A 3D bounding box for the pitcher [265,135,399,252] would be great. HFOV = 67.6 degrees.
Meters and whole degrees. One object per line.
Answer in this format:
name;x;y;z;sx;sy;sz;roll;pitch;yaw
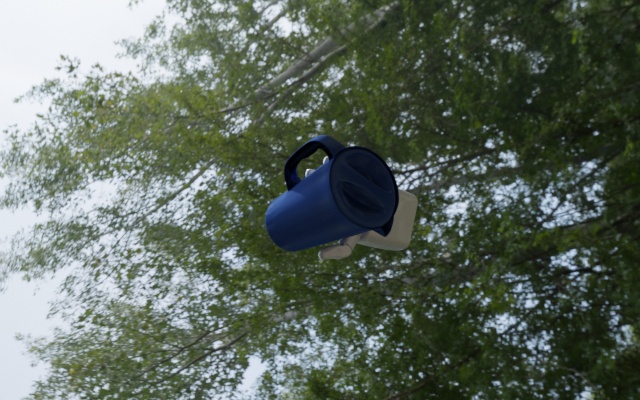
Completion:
pitcher;0.000;0.003;0.806;0.145;0.149;0.243;14;-24;-31
